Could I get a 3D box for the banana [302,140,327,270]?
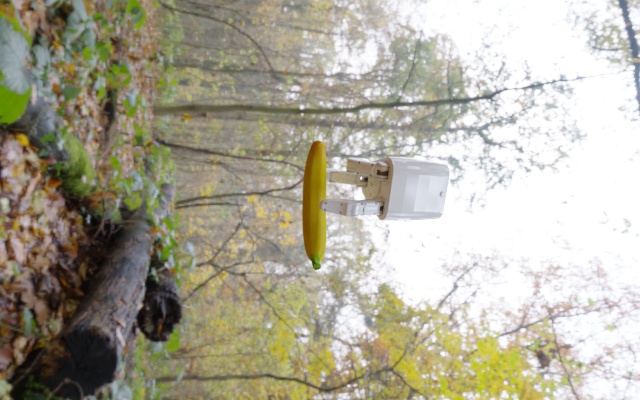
[{"bbox_3d":[-0.006,0.009,0.741,0.037,0.197,0.069,2,-11,-19],"label":"banana"}]
